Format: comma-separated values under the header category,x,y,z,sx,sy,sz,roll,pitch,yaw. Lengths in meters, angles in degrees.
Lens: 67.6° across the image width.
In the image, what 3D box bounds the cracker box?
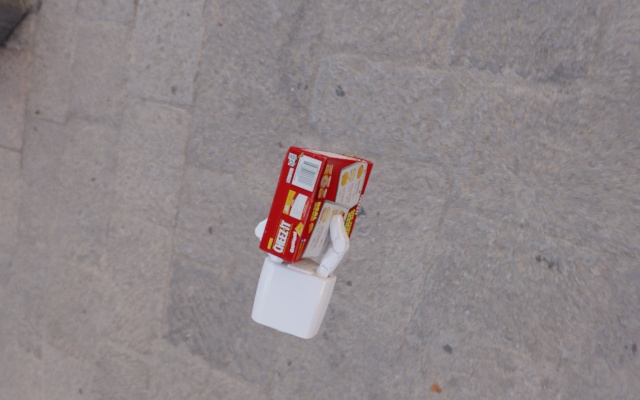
category,x,y,z,sx,sy,sz,roll,pitch,yaw
cracker box,0.000,0.003,0.779,0.072,0.164,0.213,21,10,22
